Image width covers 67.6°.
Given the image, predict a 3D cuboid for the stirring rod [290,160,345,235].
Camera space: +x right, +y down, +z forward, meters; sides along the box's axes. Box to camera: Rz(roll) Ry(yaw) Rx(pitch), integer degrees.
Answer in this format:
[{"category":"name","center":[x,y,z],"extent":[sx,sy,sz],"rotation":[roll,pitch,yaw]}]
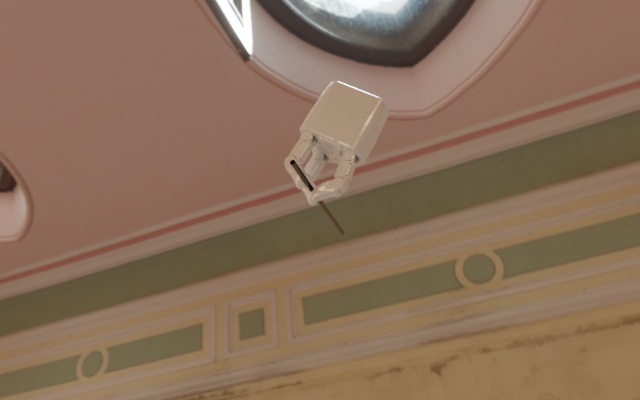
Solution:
[{"category":"stirring rod","center":[0.000,0.002,0.781],"extent":[0.011,0.011,0.240],"rotation":[0,-29,22]}]
